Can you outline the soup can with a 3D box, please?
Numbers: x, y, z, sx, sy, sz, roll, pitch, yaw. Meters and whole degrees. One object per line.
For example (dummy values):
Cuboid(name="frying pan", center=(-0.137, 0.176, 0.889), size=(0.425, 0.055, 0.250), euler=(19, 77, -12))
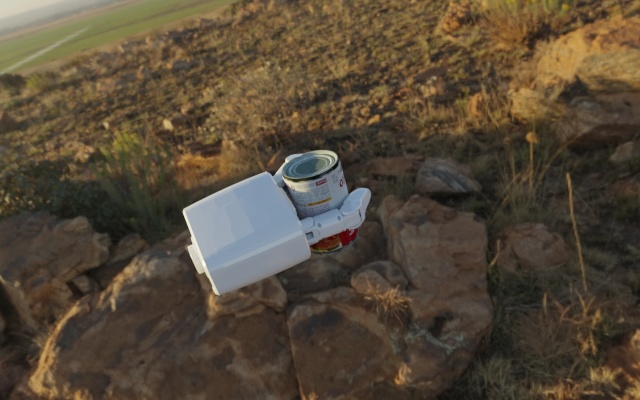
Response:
Cuboid(name="soup can", center=(0.001, 0.001, 0.549), size=(0.068, 0.102, 0.068), euler=(-12, 30, 7))
